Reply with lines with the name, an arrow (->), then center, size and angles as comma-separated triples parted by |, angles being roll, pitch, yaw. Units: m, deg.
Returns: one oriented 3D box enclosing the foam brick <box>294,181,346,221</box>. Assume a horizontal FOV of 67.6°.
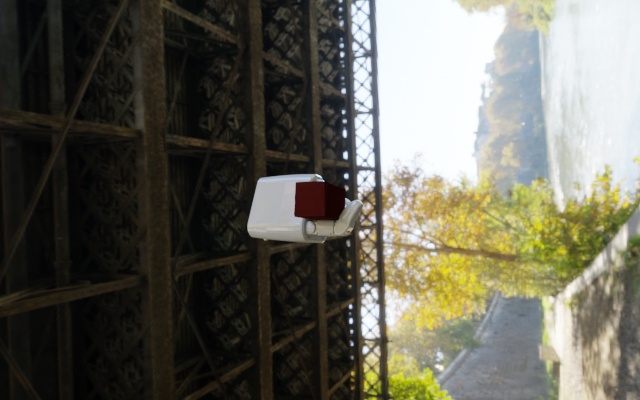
foam brick -> 0.000, 0.002, 0.718 | 0.051, 0.053, 0.078 | 0, -7, 24
